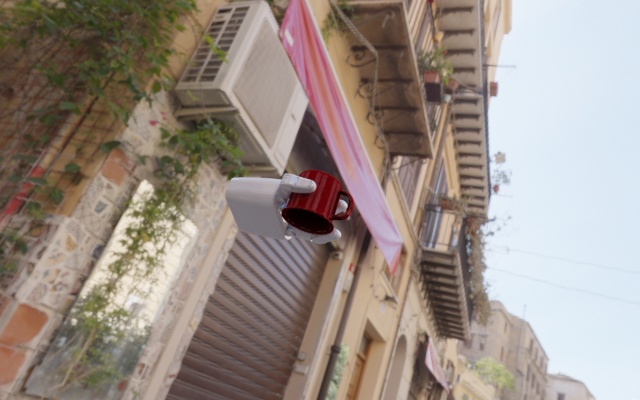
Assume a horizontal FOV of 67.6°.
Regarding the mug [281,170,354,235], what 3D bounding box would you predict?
[{"bbox_3d":[0.001,0.003,0.813,0.117,0.081,0.093,6,-29,24],"label":"mug"}]
